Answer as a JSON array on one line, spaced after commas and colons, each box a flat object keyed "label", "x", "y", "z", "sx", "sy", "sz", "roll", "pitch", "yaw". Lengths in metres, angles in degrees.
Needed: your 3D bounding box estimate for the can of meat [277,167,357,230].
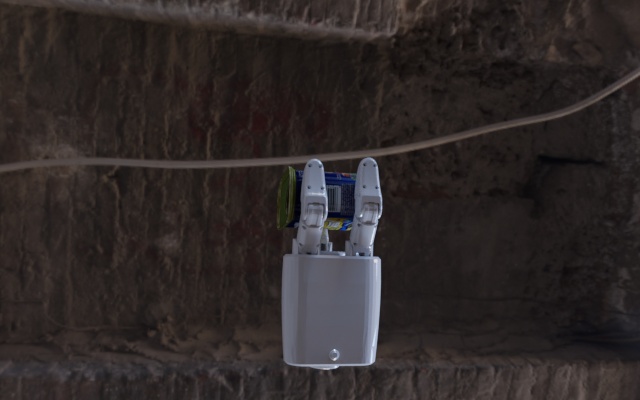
[{"label": "can of meat", "x": 0.000, "y": 0.002, "z": 0.518, "sx": 0.084, "sy": 0.057, "sz": 0.102, "roll": 3, "pitch": -10, "yaw": -11}]
